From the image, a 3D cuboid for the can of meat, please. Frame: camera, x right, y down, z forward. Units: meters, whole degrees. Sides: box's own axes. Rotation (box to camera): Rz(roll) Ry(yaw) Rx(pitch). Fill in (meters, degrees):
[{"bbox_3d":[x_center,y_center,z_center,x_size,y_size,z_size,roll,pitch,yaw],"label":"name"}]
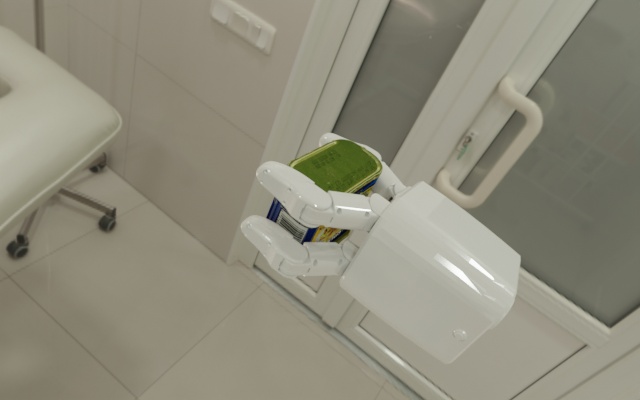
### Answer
[{"bbox_3d":[0.000,0.001,0.414,0.057,0.084,0.102,40,42,15],"label":"can of meat"}]
